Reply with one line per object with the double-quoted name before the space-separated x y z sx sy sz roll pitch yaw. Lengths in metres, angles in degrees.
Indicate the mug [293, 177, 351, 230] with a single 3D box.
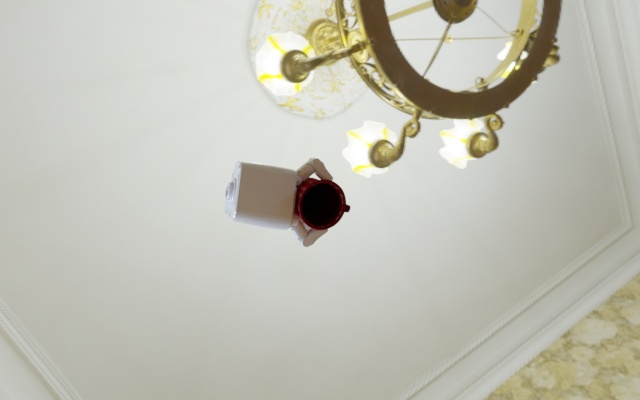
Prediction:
"mug" 0.001 0.003 0.898 0.117 0.093 0.081 9 7 -24
